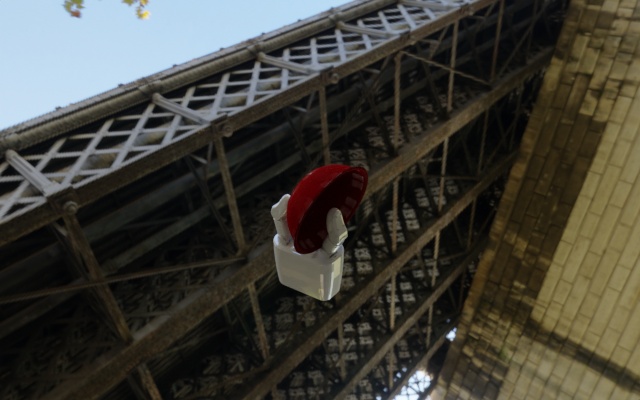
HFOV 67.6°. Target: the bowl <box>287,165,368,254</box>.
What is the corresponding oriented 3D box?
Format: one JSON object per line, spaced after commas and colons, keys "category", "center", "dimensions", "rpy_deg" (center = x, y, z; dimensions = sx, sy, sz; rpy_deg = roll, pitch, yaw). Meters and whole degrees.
{"category": "bowl", "center": [0.000, 0.001, 0.727], "dimensions": [0.055, 0.162, 0.162], "rpy_deg": [39, 18, 23]}
